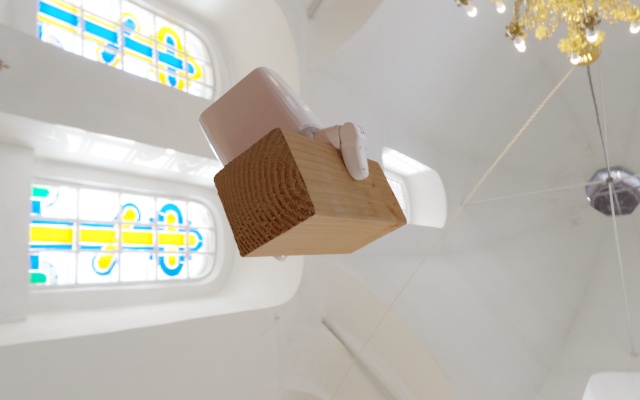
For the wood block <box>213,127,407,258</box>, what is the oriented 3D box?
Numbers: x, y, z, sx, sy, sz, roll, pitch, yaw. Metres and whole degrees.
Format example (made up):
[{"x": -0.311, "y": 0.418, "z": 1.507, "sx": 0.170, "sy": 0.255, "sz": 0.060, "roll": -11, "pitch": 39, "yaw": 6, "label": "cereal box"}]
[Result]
[{"x": 0.000, "y": 0.001, "z": 0.509, "sx": 0.091, "sy": 0.090, "sz": 0.206, "roll": -32, "pitch": -20, "yaw": 26, "label": "wood block"}]
